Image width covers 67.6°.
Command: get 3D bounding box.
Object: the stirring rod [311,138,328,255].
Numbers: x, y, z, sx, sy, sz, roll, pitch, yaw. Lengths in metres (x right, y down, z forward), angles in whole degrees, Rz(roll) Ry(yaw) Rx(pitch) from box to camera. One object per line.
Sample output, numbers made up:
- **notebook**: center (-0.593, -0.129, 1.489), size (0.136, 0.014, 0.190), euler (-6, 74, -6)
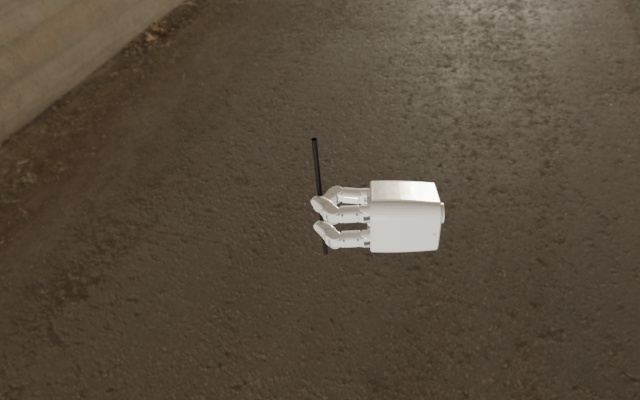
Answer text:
- **stirring rod**: center (0.000, 0.003, 0.761), size (0.011, 0.240, 0.011), euler (-3, 41, 3)
